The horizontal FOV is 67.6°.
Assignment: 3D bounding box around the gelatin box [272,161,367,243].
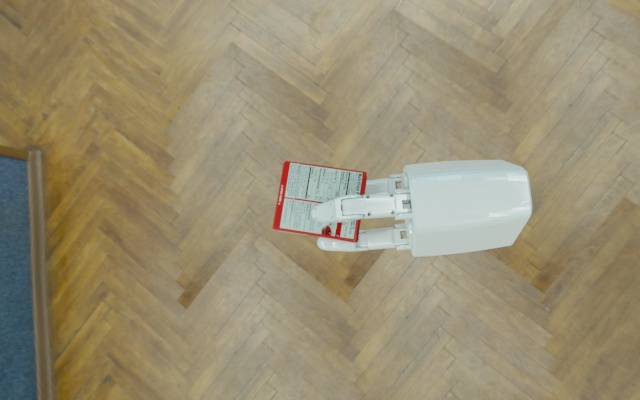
[{"bbox_3d":[0.000,0.002,0.496,0.089,0.073,0.030,8,-5,5],"label":"gelatin box"}]
